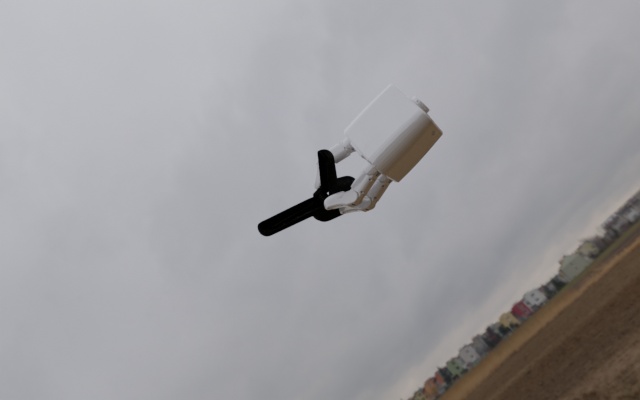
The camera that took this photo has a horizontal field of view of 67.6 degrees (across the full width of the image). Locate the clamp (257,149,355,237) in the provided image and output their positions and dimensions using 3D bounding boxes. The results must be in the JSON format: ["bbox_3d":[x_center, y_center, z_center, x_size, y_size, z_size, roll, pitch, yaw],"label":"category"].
[{"bbox_3d":[0.000,0.002,0.767,0.164,0.036,0.210,-45,-25,14],"label":"clamp"}]
